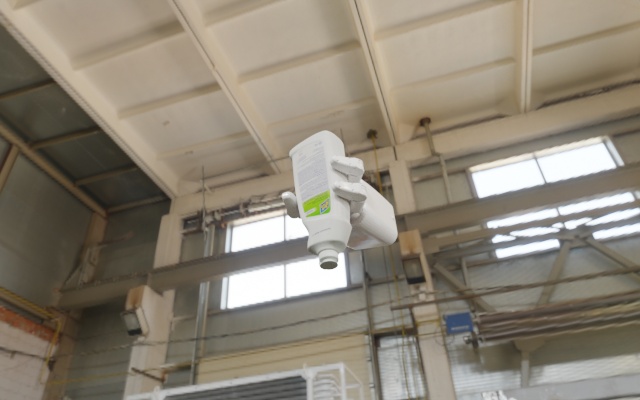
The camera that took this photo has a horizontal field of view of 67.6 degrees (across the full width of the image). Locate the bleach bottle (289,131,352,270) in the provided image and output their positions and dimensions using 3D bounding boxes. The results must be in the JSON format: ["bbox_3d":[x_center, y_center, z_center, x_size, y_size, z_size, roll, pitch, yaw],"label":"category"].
[{"bbox_3d":[0.000,0.003,0.801,0.102,0.250,0.068,-29,-44,30],"label":"bleach bottle"}]
